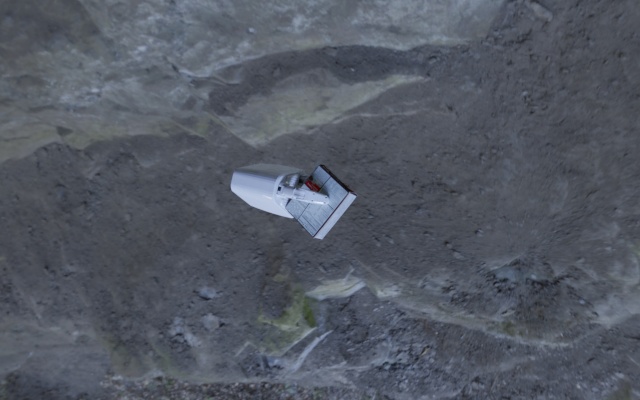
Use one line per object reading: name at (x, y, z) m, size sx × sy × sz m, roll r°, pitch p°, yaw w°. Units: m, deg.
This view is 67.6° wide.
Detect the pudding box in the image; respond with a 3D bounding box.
pudding box at (0.000, 0.003, 0.889) m, size 0.090 × 0.113 × 0.039 m, roll 45°, pitch 15°, yaw 27°
